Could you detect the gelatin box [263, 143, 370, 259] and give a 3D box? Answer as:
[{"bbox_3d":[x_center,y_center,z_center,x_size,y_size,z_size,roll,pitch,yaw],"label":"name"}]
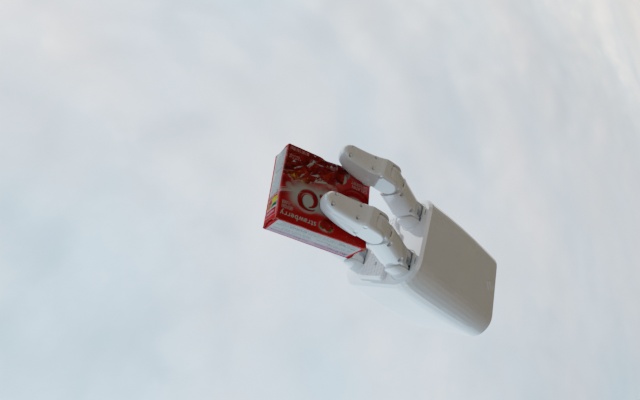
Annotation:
[{"bbox_3d":[0.000,0.001,0.412,0.089,0.073,0.030,22,-33,-24],"label":"gelatin box"}]
